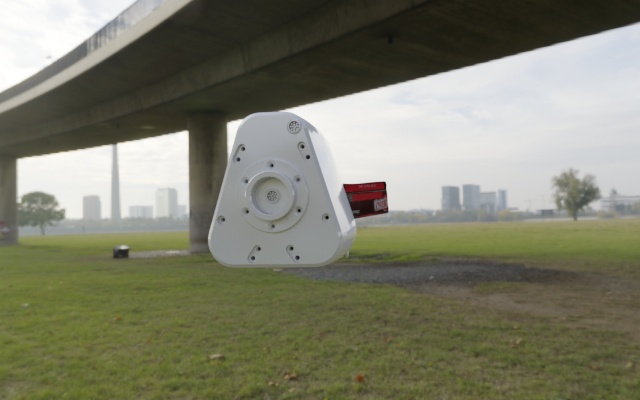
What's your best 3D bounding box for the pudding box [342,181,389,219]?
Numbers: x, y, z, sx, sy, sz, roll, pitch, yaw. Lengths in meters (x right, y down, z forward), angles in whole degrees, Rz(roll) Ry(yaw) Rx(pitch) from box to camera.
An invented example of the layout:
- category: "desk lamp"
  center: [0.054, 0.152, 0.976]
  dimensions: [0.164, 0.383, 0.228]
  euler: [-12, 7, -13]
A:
- category: "pudding box"
  center: [0.000, 0.001, 0.488]
  dimensions: [0.113, 0.039, 0.090]
  euler: [-1, 2, 35]
